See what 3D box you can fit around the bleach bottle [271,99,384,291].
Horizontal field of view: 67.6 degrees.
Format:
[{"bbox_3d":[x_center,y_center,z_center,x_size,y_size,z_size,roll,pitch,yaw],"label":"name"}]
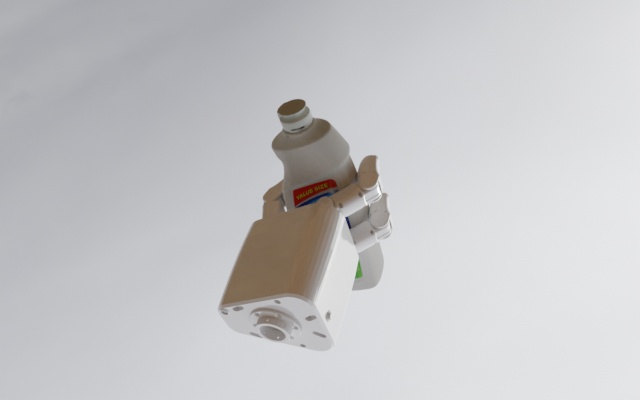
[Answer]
[{"bbox_3d":[0.000,0.002,0.533,0.102,0.251,0.068,-3,44,21],"label":"bleach bottle"}]
